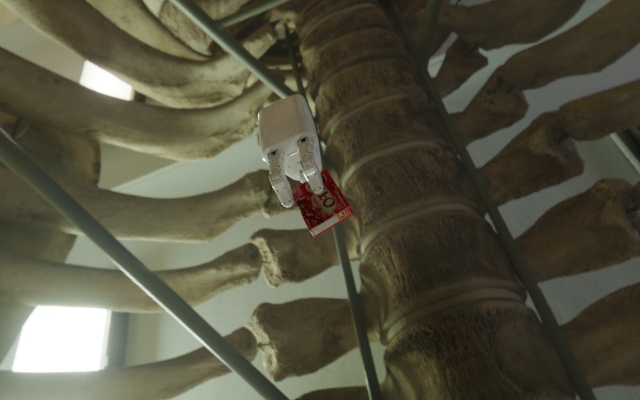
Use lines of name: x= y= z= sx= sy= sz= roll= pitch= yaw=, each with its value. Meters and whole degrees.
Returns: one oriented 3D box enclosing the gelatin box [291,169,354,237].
gelatin box: x=0.000 y=0.003 z=0.757 sx=0.073 sy=0.089 sz=0.030 roll=-31 pitch=-36 yaw=1
